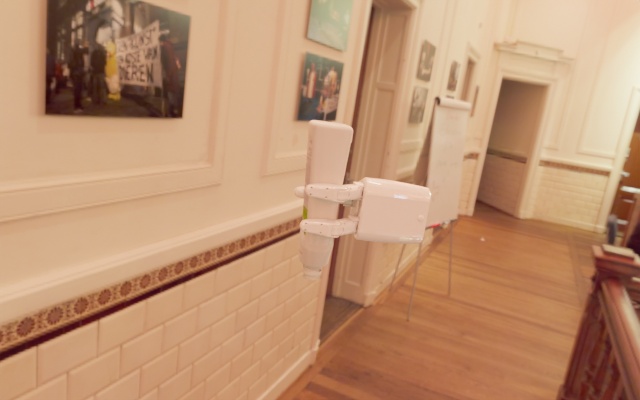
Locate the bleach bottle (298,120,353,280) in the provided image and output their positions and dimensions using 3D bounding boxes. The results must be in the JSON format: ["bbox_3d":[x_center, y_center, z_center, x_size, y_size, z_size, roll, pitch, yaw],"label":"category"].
[{"bbox_3d":[0.000,0.002,0.765,0.068,0.251,0.102,6,13,-6],"label":"bleach bottle"}]
